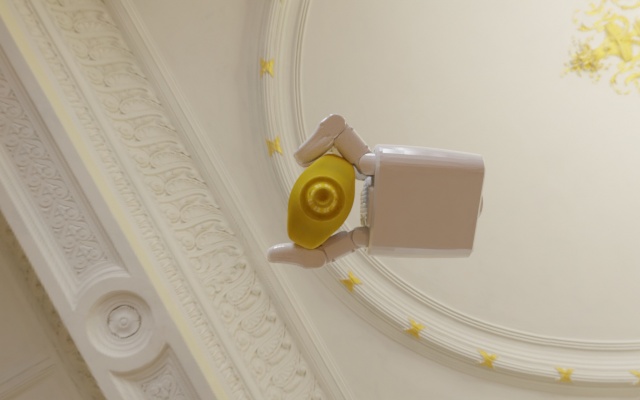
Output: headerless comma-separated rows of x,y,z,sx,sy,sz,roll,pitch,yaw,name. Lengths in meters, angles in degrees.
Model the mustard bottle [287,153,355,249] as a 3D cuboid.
0.000,0.002,0.487,0.058,0.096,0.191,28,-3,-1,mustard bottle
